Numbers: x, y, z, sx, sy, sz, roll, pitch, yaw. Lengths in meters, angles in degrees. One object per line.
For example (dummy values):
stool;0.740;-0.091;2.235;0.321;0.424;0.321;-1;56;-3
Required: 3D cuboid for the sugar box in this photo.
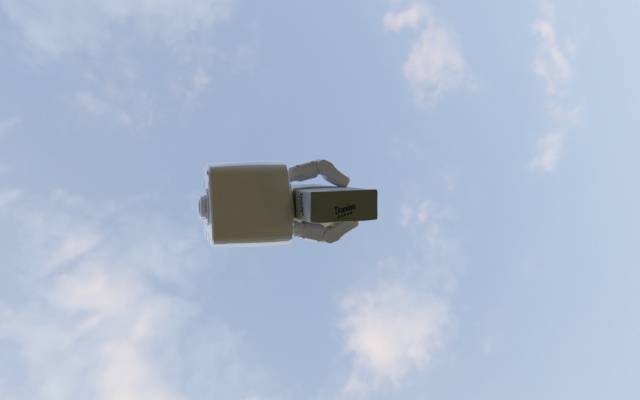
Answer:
sugar box;0.000;0.003;0.668;0.093;0.048;0.176;-3;7;-20
